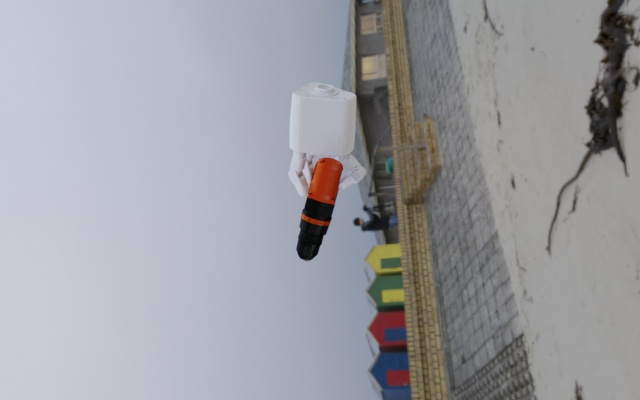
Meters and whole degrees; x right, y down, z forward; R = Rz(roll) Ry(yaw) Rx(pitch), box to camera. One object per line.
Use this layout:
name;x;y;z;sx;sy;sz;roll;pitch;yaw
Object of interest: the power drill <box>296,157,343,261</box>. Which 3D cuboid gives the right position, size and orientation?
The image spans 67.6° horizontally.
power drill;0.000;0.003;0.883;0.057;0.184;0.187;17;13;-3
